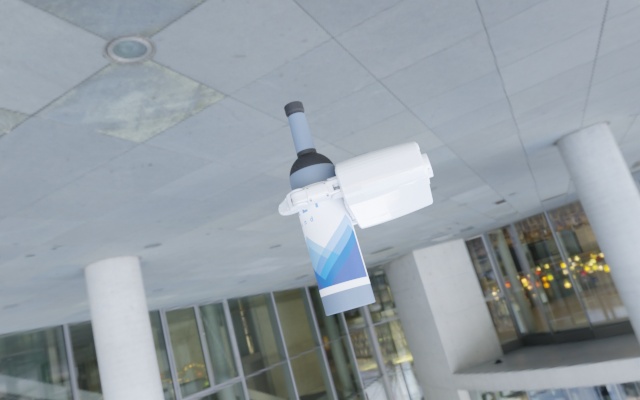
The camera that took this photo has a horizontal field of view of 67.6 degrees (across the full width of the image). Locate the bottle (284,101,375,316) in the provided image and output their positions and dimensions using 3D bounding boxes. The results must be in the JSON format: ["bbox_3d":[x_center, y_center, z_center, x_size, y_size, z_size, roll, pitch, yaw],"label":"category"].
[{"bbox_3d":[0.000,0.002,0.649,0.069,0.295,0.069,-15,-13,-4],"label":"bottle"}]
